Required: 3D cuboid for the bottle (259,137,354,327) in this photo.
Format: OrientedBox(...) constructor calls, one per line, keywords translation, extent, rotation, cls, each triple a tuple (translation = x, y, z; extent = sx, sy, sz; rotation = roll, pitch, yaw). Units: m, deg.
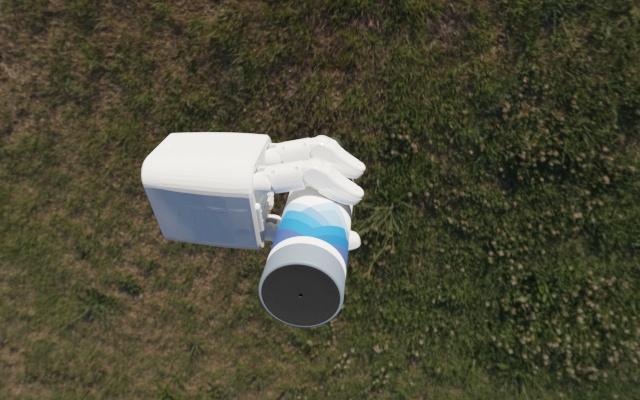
OrientedBox(translation=(0.000, 0.002, 0.495), extent=(0.069, 0.069, 0.295), rotation=(0, 29, 7), cls="bottle")
